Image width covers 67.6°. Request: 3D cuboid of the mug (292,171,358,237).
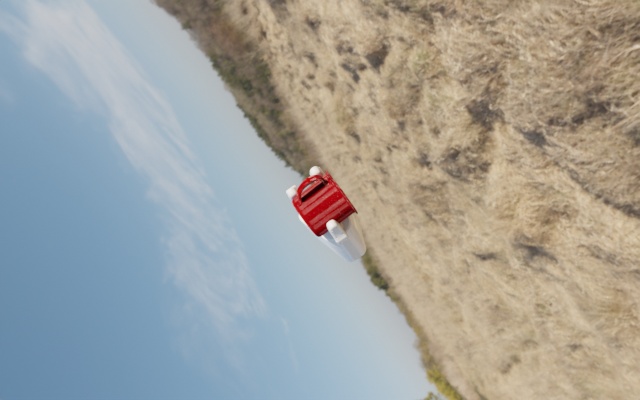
[{"bbox_3d":[-0.001,0.002,0.815,0.081,0.093,0.117,-36,-42,1],"label":"mug"}]
